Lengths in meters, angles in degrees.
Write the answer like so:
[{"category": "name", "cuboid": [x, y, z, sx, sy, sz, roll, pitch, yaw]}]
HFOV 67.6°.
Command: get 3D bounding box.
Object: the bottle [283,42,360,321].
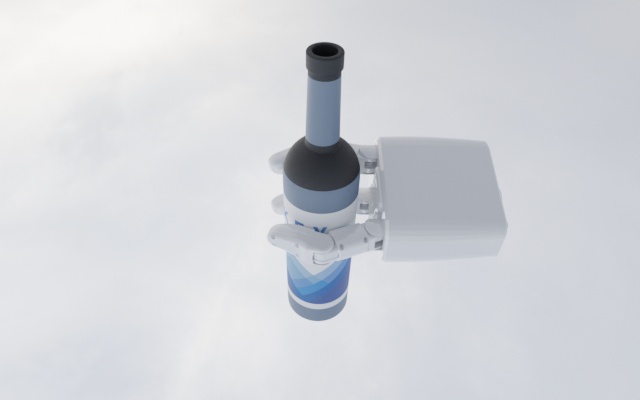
[{"category": "bottle", "cuboid": [0.000, 0.002, 0.433, 0.069, 0.296, 0.069, 1, 44, -1]}]
